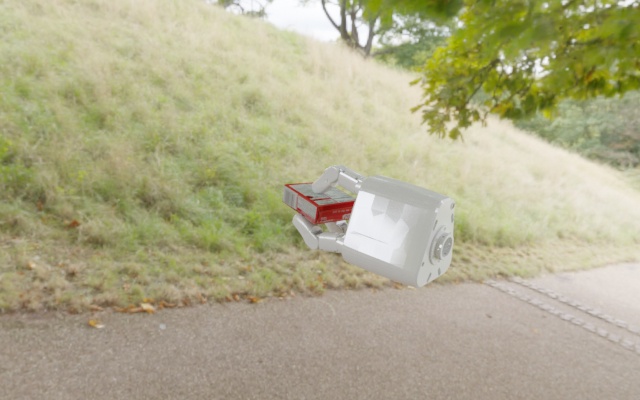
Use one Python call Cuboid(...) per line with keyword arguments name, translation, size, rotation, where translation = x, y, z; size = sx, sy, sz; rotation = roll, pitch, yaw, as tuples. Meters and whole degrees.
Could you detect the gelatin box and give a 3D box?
Cuboid(name="gelatin box", translation=(0.000, 0.002, 0.671), size=(0.073, 0.030, 0.089), rotation=(-6, 25, -36))
